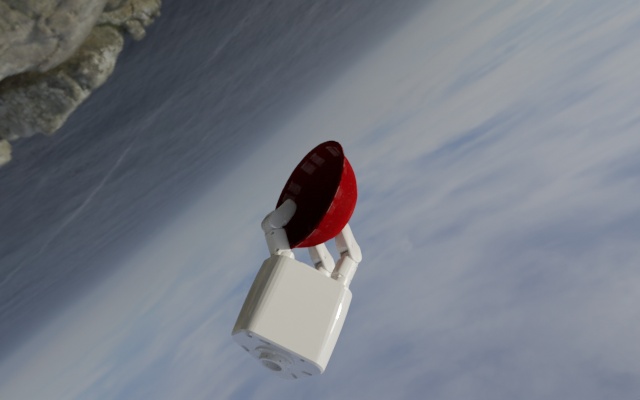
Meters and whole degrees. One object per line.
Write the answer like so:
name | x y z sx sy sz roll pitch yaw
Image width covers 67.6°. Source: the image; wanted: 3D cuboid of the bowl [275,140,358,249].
bowl | 0.001 0.001 0.646 0.055 0.162 0.162 28 -13 -26
